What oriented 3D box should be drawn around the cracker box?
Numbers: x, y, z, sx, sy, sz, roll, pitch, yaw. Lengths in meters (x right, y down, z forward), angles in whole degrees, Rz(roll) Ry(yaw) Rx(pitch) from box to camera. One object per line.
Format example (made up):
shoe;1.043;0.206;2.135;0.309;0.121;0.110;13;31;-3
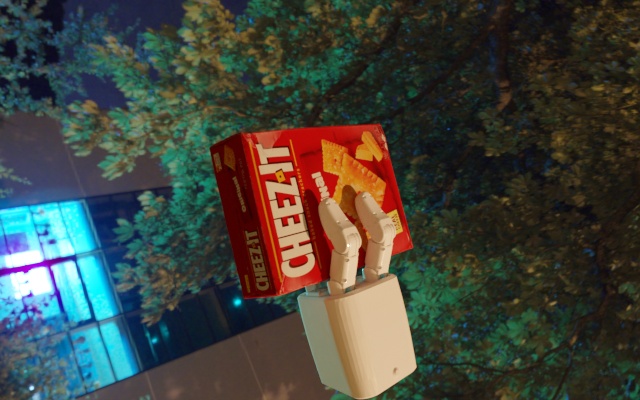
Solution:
cracker box;0.000;0.002;0.540;0.213;0.164;0.072;-12;-3;-43
